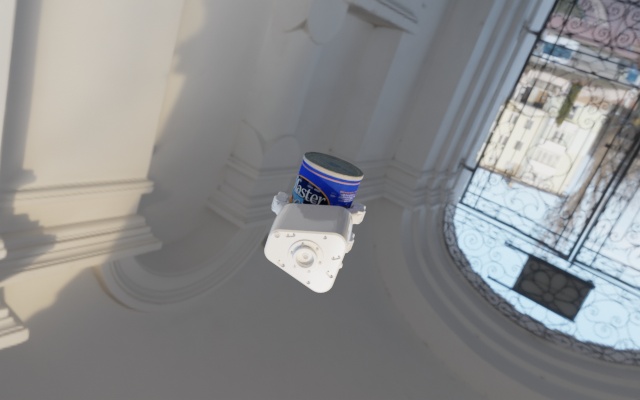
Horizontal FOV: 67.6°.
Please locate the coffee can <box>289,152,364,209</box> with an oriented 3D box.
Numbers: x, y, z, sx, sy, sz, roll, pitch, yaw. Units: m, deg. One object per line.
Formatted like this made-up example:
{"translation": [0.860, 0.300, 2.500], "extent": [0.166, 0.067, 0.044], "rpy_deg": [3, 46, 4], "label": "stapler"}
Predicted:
{"translation": [0.000, 0.002, 0.799], "extent": [0.103, 0.140, 0.102], "rpy_deg": [18, 18, -6], "label": "coffee can"}
